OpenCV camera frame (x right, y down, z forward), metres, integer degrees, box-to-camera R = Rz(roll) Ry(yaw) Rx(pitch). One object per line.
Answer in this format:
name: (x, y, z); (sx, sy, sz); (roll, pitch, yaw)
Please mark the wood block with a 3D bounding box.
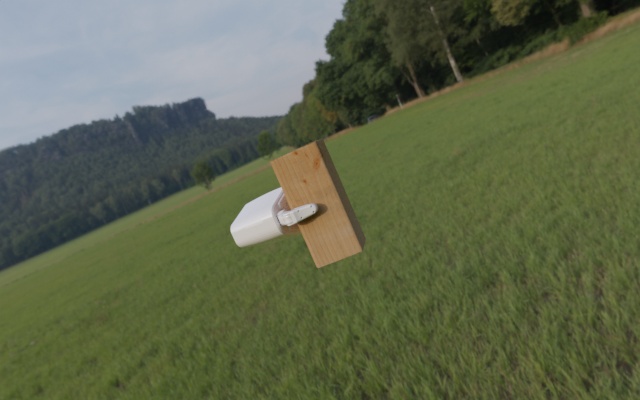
wood block: (0.000, 0.003, 0.861); (0.090, 0.206, 0.091); (-23, 6, 13)
